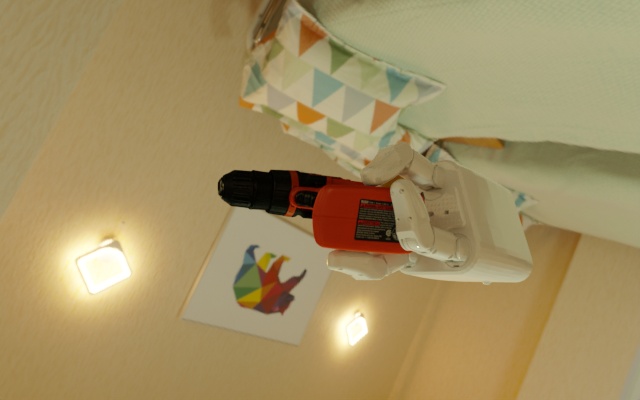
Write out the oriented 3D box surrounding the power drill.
[{"bbox_3d":[0.000,0.002,0.475,0.184,0.057,0.187,3,8,-20],"label":"power drill"}]
